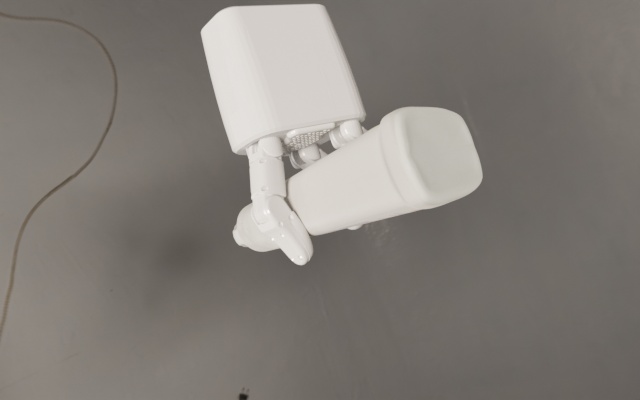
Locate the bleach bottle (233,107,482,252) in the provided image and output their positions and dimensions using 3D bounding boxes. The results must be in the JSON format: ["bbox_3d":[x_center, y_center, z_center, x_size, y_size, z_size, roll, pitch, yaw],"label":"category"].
[{"bbox_3d":[0.000,0.001,0.405,0.251,0.068,0.102,-22,-7,43],"label":"bleach bottle"}]
